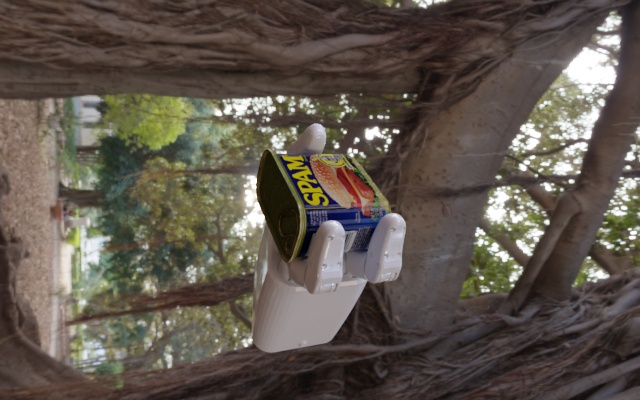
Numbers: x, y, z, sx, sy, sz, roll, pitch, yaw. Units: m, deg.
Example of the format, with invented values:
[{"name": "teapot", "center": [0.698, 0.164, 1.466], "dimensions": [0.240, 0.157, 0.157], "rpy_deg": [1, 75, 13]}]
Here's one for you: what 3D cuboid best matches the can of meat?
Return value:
[{"name": "can of meat", "center": [0.000, 0.001, 0.411], "dimensions": [0.084, 0.057, 0.102], "rpy_deg": [-2, 39, -26]}]
